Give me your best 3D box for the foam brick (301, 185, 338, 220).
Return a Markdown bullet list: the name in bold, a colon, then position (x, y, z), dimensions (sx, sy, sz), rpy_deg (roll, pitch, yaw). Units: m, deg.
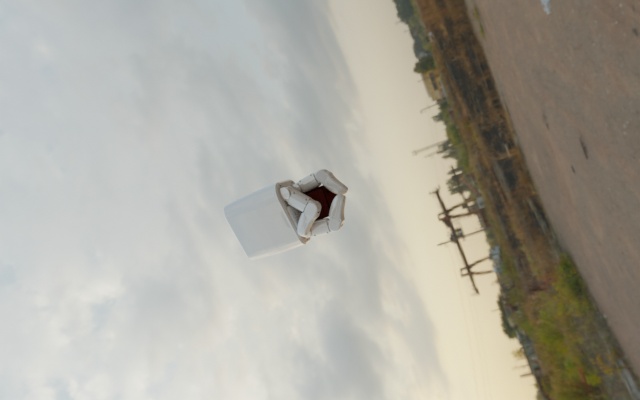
- **foam brick**: position (0.000, 0.003, 0.822), dimensions (0.051, 0.053, 0.078), rpy_deg (-21, 1, 18)
